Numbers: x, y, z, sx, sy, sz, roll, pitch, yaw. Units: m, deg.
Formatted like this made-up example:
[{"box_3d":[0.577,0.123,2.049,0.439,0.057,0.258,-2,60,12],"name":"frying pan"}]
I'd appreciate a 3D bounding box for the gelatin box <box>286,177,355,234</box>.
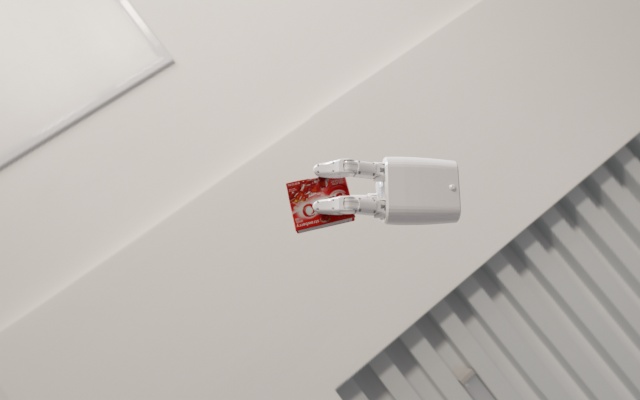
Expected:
[{"box_3d":[0.000,0.002,0.698,0.089,0.073,0.030,-13,-14,0],"name":"gelatin box"}]
